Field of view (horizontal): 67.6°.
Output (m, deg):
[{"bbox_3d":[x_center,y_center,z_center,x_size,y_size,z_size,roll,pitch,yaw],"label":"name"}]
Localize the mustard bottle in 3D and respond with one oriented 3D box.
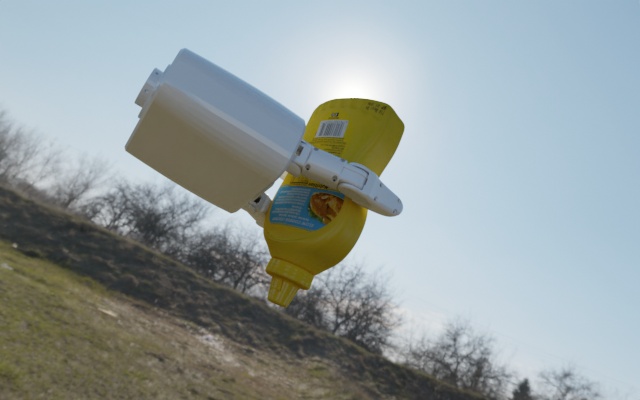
[{"bbox_3d":[0.000,0.001,0.422,0.096,0.191,0.058,8,-23,41],"label":"mustard bottle"}]
